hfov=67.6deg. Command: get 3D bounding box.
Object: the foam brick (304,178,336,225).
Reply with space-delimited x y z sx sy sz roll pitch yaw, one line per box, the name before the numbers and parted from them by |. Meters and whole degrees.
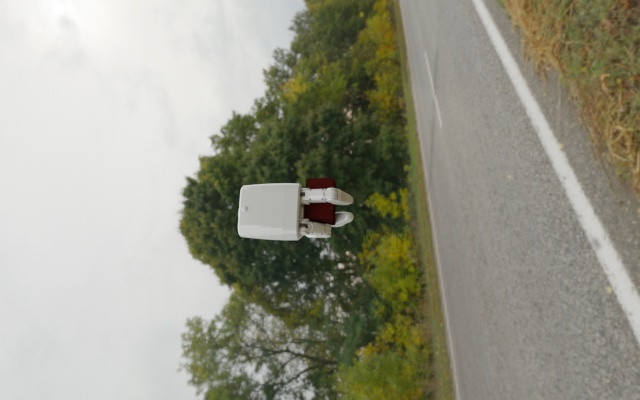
foam brick | 0.000 0.003 0.860 0.051 0.078 0.053 1 -13 7
